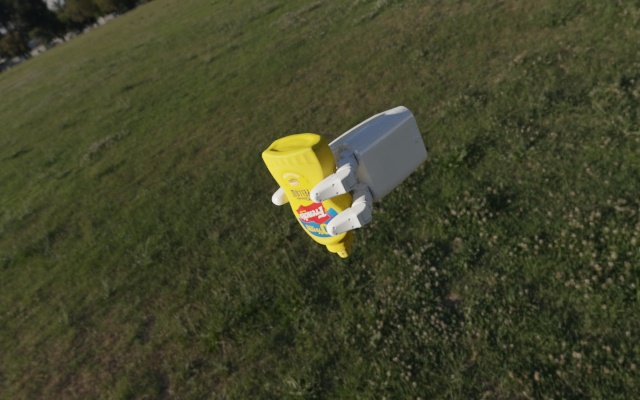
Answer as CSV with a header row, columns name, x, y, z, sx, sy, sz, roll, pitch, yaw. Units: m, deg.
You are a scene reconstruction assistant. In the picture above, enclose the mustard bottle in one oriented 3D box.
name,x,y,z,sx,sy,sz,roll,pitch,yaw
mustard bottle,0.000,0.002,0.657,0.096,0.192,0.058,-1,38,39
